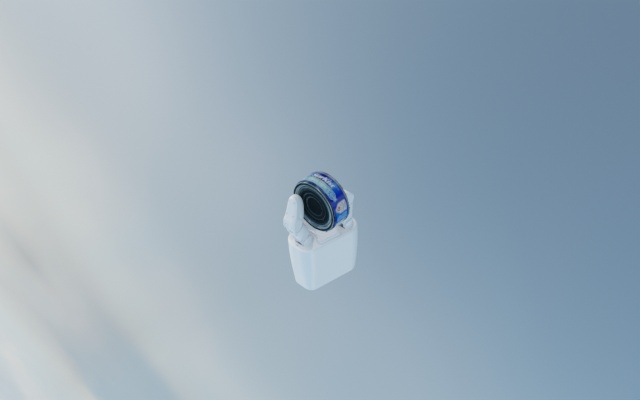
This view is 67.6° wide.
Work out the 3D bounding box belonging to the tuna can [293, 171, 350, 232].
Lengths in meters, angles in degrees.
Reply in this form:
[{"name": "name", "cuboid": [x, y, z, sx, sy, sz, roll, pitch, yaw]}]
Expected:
[{"name": "tuna can", "cuboid": [0.000, 0.003, 0.701, 0.033, 0.086, 0.086, -35, 21, -33]}]
